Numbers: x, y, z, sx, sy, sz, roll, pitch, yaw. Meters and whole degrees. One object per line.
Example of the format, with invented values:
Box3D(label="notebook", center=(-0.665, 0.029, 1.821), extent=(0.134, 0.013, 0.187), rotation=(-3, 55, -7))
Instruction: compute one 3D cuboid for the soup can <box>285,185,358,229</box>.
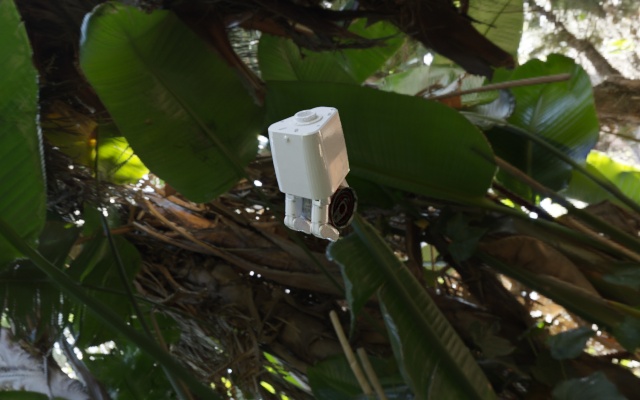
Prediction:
Box3D(label="soup can", center=(0.000, 0.003, 0.784), extent=(0.102, 0.068, 0.068), rotation=(13, 8, 37))
